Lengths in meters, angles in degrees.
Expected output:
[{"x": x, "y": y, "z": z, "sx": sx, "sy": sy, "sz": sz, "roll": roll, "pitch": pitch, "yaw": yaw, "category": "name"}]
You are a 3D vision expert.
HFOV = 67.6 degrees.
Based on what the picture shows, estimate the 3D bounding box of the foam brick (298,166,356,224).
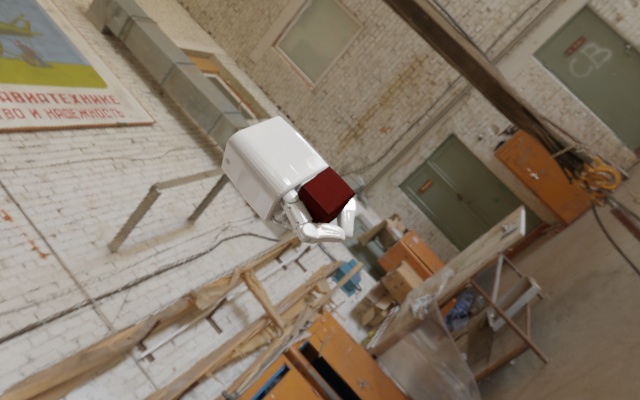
[{"x": 0.000, "y": 0.002, "z": 0.632, "sx": 0.053, "sy": 0.051, "sz": 0.078, "roll": -36, "pitch": -10, "yaw": -30, "category": "foam brick"}]
